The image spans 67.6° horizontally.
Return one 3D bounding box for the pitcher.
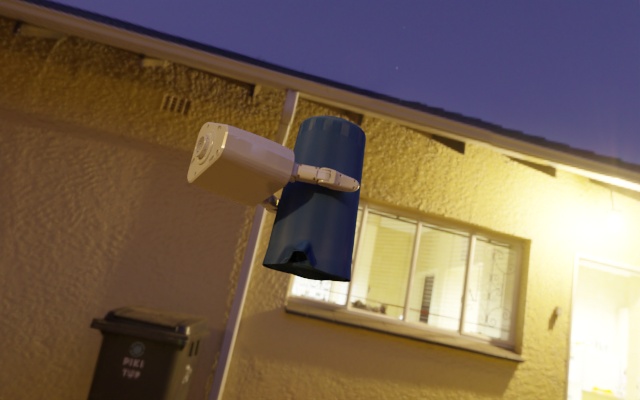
[{"bbox_3d":[0.000,0.002,0.744,0.145,0.242,0.149,20,-17,-32],"label":"pitcher"}]
